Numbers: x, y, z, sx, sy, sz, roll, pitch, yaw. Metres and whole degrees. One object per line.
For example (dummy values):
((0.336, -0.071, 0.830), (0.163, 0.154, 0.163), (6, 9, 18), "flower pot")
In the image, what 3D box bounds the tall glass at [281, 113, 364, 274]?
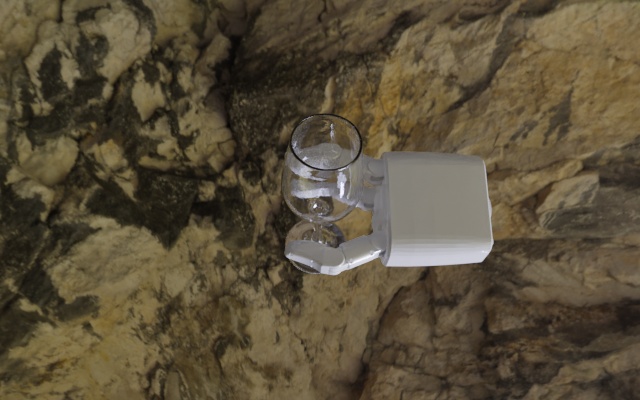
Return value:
((0.000, 0.002, 0.484), (0.079, 0.079, 0.201), (0, -31, -3), "tall glass")
